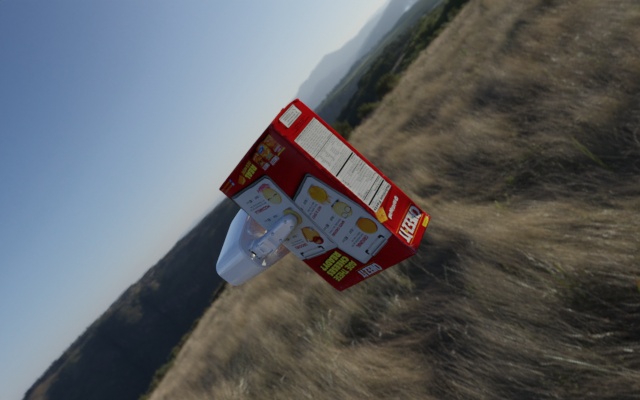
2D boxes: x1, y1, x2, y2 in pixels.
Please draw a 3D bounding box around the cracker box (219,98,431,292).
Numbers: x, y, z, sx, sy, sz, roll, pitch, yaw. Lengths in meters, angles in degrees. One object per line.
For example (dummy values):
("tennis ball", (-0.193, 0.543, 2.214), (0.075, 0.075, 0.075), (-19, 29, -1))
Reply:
("cracker box", (0.000, 0.002, 0.586), (0.214, 0.072, 0.164), (40, -39, -8))
